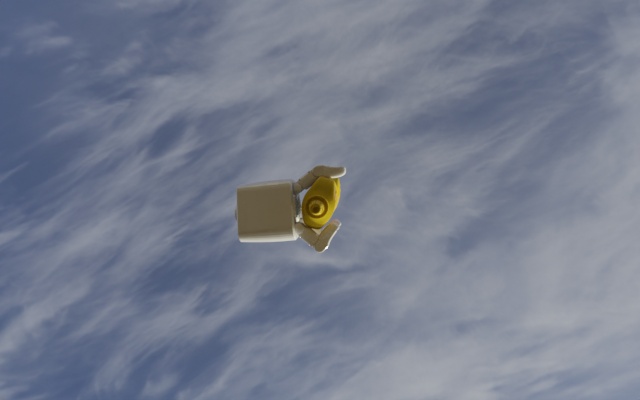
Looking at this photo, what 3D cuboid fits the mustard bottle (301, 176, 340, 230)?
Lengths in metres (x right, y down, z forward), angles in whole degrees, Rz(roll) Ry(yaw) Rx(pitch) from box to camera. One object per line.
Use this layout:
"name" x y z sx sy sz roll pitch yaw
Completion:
"mustard bottle" 0.001 0.003 0.881 0.058 0.096 0.191 20 8 3
